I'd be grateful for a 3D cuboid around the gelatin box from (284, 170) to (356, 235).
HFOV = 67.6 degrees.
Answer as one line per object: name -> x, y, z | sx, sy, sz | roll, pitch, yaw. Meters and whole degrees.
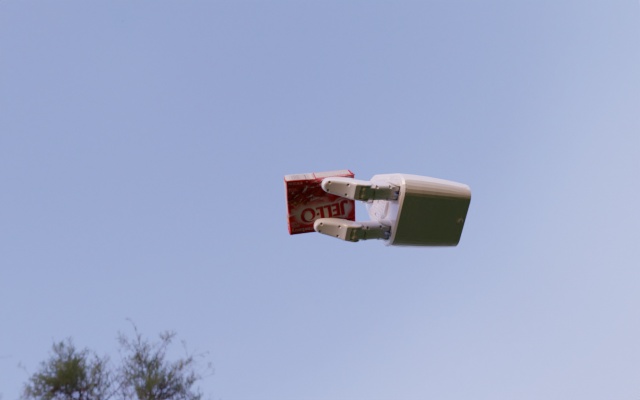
gelatin box -> 0.000, 0.002, 0.614 | 0.089, 0.073, 0.030 | -6, 19, -8
